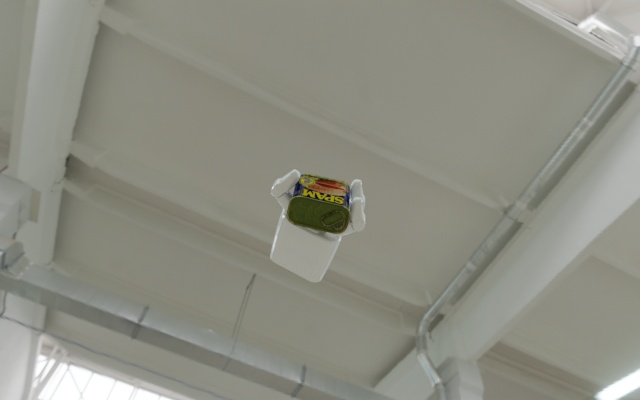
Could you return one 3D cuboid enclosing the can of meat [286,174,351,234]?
[{"bbox_3d":[0.000,0.002,0.802,0.102,0.057,0.084,13,33,-2],"label":"can of meat"}]
